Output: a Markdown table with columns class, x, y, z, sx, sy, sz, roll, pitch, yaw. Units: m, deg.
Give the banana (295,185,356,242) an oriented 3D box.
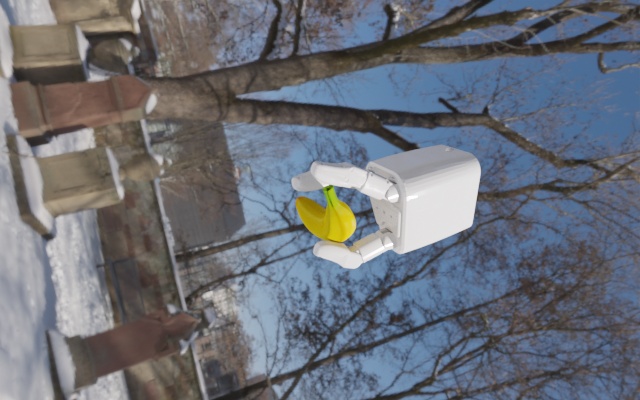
| class | x | y | z | sx | sy | sz | roll | pitch | yaw |
| --- | --- | --- | --- | --- | --- | --- | --- | --- | --- |
| banana | 0.007 | 0.019 | 0.597 | 0.037 | 0.069 | 0.198 | -19 | 0 | -14 |
